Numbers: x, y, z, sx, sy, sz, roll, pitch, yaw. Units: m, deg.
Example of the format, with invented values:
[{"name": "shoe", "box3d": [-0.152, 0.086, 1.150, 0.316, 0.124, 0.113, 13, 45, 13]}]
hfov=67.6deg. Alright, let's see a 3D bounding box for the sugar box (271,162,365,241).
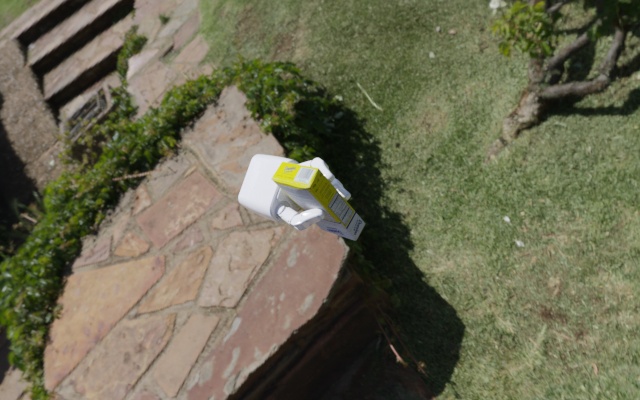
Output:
[{"name": "sugar box", "box3d": [0.000, 0.002, 0.852, 0.093, 0.048, 0.176, 15, -21, 42]}]
